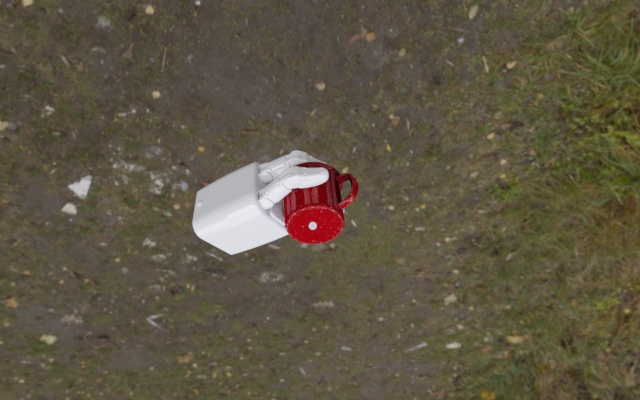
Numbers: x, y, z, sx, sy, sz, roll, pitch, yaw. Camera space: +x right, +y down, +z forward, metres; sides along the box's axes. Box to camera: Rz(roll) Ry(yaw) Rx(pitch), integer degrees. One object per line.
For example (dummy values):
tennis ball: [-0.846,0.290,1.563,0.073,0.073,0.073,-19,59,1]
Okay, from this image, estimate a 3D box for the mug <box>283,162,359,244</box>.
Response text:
mug: [0.001,0.002,0.664,0.117,0.081,0.093,-23,-46,17]
